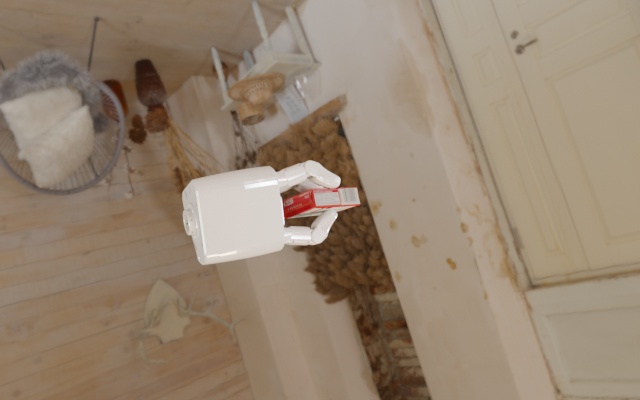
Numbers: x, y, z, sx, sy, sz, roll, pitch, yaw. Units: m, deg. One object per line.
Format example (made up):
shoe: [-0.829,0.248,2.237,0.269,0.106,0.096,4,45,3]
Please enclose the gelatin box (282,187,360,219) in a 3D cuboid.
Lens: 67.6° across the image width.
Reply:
gelatin box: [0.000,0.003,0.691,0.089,0.030,0.073,-3,-11,-39]
